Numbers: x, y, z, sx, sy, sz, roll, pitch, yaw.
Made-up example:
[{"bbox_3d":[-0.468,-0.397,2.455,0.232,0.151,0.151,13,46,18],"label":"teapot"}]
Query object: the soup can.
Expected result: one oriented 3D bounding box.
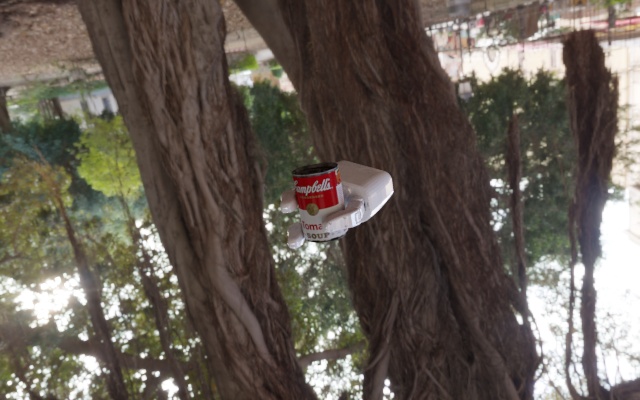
[{"bbox_3d":[0.000,0.003,0.692,0.068,0.102,0.068,-9,16,3],"label":"soup can"}]
